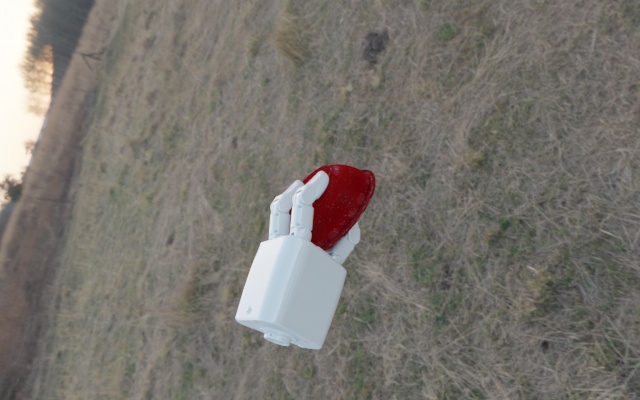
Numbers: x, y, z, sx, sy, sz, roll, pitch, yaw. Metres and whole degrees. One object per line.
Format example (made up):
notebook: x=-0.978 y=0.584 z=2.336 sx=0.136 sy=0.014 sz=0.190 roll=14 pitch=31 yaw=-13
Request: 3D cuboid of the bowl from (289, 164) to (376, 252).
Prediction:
bowl: x=0.000 y=0.001 z=0.672 sx=0.055 sy=0.162 sz=0.162 roll=42 pitch=-17 yaw=-19
